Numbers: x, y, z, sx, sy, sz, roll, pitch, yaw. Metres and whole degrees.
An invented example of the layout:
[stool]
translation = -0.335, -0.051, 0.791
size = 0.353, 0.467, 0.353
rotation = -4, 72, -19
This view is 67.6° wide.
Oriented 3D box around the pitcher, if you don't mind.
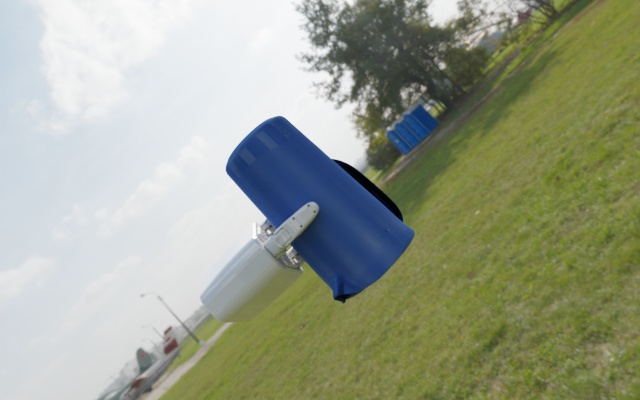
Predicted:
[pitcher]
translation = 0.000, 0.002, 0.635
size = 0.145, 0.243, 0.149
rotation = -45, -1, 3
